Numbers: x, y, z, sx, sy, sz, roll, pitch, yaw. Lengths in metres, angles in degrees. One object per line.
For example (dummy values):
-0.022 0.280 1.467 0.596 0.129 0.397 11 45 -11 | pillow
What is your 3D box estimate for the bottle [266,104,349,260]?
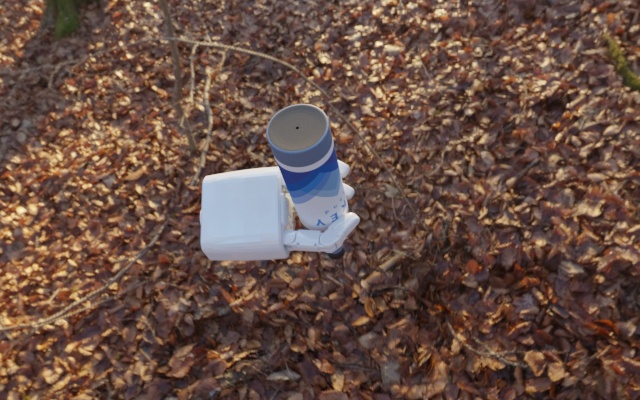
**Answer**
0.000 0.002 0.614 0.069 0.069 0.296 0 -32 11 | bottle
